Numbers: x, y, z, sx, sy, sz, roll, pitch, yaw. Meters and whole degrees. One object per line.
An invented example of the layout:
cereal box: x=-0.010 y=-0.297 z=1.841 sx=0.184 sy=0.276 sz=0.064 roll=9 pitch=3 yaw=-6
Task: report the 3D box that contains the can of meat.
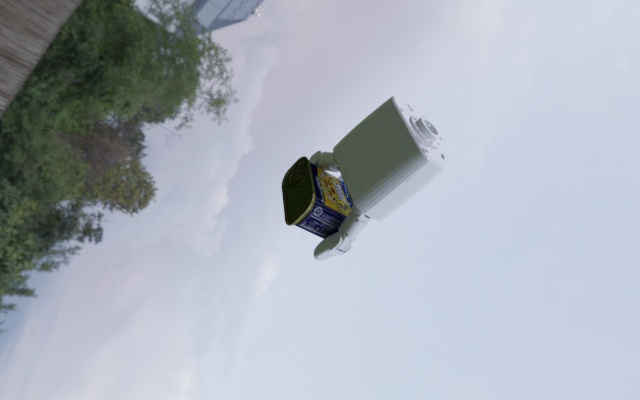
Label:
can of meat: x=0.000 y=0.002 z=0.635 sx=0.084 sy=0.102 sz=0.057 roll=27 pitch=-57 yaw=-31
